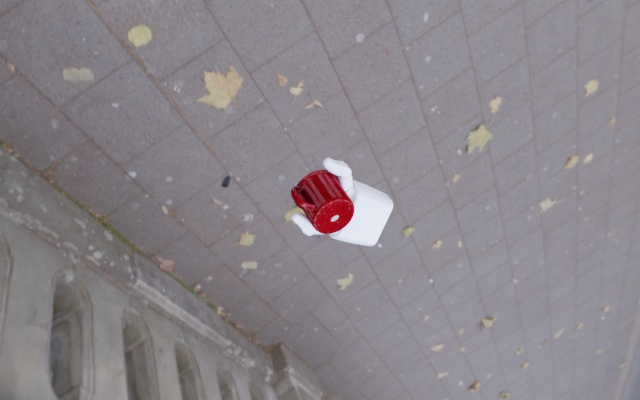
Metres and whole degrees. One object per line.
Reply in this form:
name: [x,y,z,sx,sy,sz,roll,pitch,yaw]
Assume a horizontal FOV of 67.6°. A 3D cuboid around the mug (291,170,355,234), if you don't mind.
mug: [-0.001,0.003,0.844,0.117,0.093,0.081,17,28,-39]
